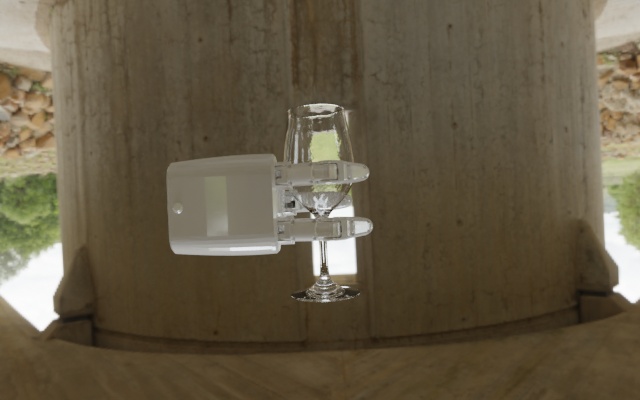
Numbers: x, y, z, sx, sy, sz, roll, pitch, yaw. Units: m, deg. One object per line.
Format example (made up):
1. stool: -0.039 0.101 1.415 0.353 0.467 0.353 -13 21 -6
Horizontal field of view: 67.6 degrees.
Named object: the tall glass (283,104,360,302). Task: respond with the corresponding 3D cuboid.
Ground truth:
1. tall glass: 0.000 0.002 0.514 0.079 0.201 0.079 -3 0 0
